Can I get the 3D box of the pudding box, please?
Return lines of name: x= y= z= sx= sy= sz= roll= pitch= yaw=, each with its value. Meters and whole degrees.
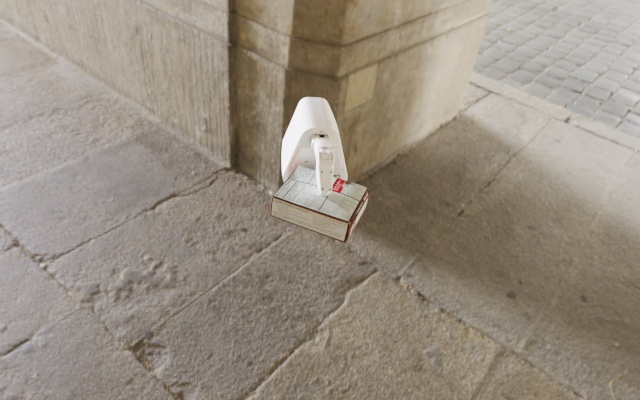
pudding box: x=0.000 y=0.002 z=0.651 sx=0.113 sy=0.039 sz=0.090 roll=18 pitch=39 yaw=14
